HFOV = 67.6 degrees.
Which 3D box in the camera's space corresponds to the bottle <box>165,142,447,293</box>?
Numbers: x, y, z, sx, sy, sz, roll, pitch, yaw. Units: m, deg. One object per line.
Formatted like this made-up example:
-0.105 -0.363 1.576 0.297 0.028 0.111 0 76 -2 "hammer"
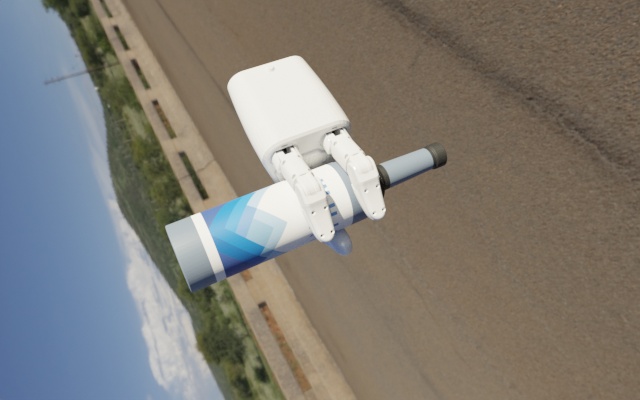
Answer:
0.000 0.002 0.481 0.295 0.069 0.069 -22 7 -17 "bottle"
